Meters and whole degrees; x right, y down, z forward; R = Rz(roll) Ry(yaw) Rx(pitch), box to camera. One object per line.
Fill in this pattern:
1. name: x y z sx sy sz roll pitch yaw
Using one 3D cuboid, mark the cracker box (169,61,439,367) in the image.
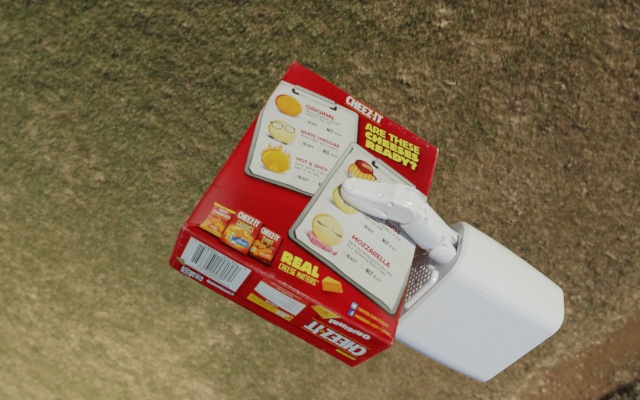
1. cracker box: 0.000 0.001 0.402 0.164 0.213 0.072 30 -42 -8
